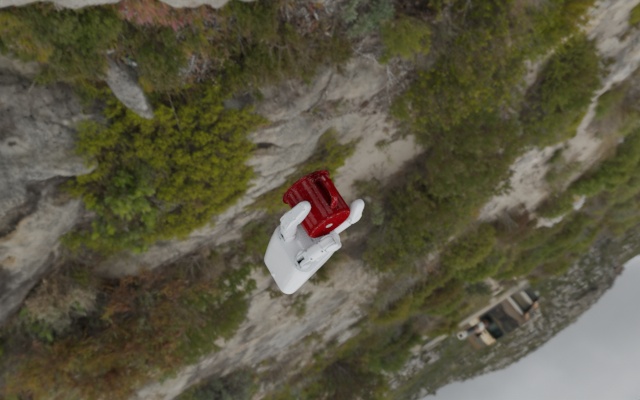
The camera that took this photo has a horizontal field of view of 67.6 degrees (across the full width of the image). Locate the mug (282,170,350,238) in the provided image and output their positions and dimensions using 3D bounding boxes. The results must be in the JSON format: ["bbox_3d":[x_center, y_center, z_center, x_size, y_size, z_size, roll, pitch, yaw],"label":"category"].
[{"bbox_3d":[0.001,0.002,0.785,0.093,0.081,0.117,-22,-21,-31],"label":"mug"}]
